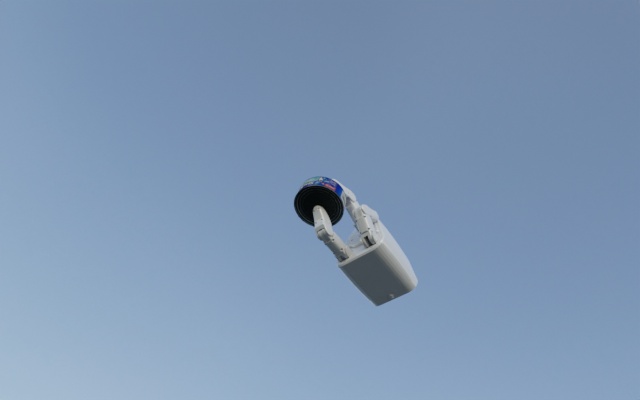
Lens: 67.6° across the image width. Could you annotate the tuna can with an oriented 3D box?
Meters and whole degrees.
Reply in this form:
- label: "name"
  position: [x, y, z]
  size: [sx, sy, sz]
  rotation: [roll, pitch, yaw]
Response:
- label: "tuna can"
  position: [0.000, 0.002, 0.809]
  size: [0.086, 0.086, 0.033]
  rotation: [0, 33, 15]
